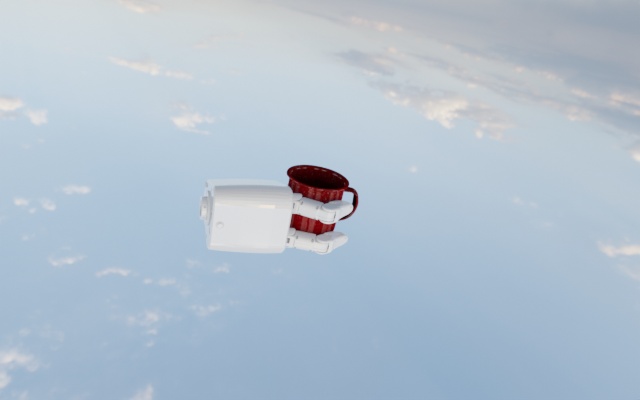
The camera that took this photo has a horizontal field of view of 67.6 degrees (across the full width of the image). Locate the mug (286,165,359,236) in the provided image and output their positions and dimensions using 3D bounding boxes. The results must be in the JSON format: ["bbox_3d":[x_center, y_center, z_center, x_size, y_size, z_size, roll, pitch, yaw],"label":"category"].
[{"bbox_3d":[0.001,0.003,0.713,0.117,0.081,0.093,4,25,-20],"label":"mug"}]
